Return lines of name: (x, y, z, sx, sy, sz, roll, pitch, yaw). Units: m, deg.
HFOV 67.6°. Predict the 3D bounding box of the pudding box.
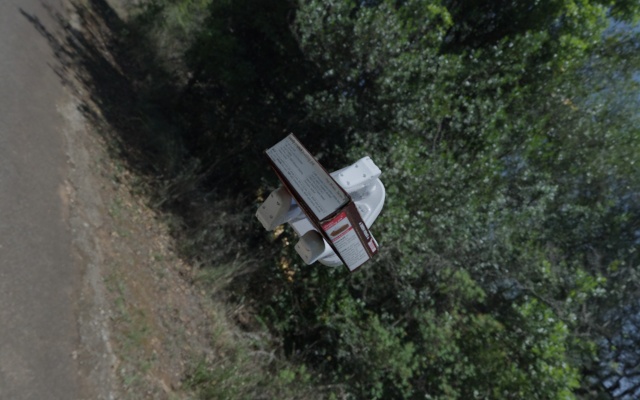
pudding box: (0.000, 0.001, 0.444, 0.113, 0.039, 0.090, 48, -6, 40)
